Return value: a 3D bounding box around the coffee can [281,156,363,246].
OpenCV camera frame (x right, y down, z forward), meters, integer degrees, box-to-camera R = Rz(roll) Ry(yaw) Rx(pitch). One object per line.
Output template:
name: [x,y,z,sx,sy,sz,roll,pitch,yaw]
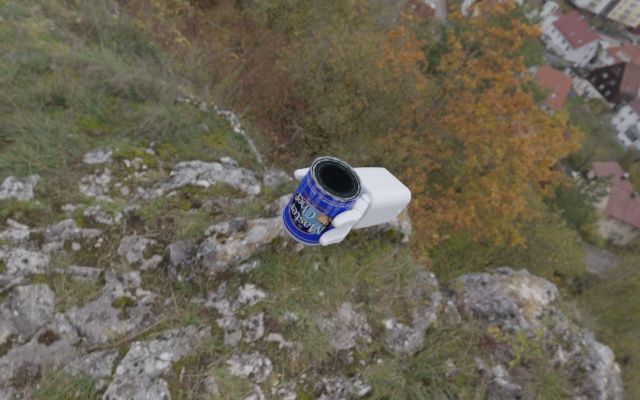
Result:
coffee can: [0.000,0.003,0.882,0.103,0.102,0.140,0,-37,-32]
